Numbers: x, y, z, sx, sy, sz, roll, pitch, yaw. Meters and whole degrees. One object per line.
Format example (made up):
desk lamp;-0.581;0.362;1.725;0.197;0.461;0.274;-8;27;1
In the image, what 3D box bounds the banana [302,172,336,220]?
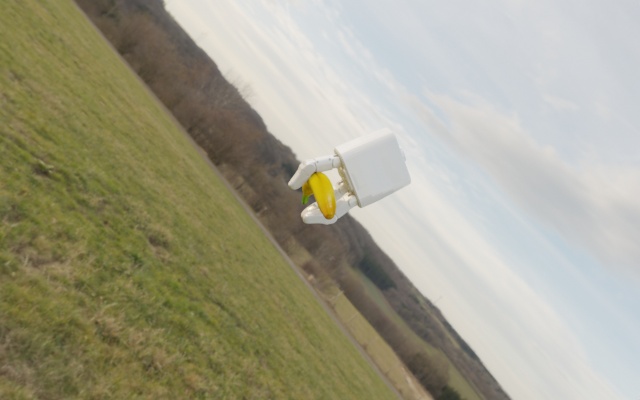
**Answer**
banana;-0.002;-0.016;0.840;0.037;0.069;0.198;-6;9;-11
